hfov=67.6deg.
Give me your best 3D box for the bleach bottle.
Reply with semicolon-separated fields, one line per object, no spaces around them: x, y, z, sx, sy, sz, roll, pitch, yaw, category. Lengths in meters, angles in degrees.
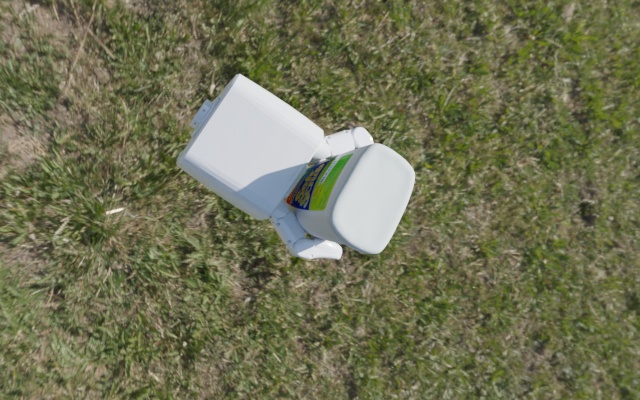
0.000;0.002;0.542;0.068;0.102;0.251;34;-15;-19;bleach bottle
